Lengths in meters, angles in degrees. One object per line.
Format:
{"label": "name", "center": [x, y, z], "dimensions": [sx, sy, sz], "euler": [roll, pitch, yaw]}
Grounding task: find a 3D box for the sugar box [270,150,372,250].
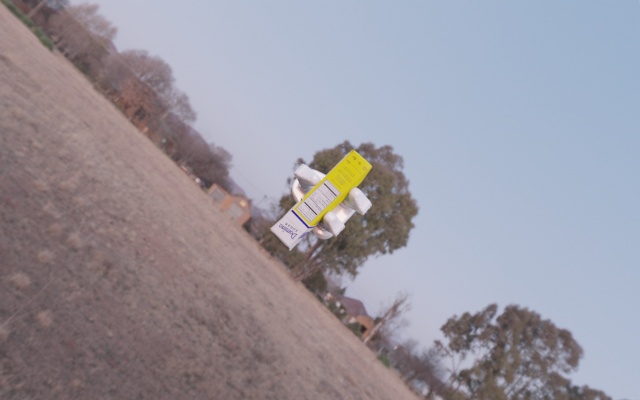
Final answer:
{"label": "sugar box", "center": [0.001, 0.003, 0.748], "dimensions": [0.048, 0.176, 0.093], "euler": [43, -8, 5]}
